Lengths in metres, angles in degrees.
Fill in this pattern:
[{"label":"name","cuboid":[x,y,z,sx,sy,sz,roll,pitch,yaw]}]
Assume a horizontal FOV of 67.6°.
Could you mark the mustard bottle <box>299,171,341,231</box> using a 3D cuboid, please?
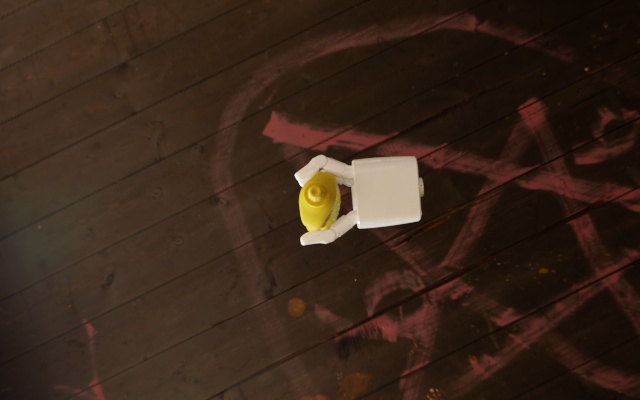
[{"label":"mustard bottle","cuboid":[0.000,0.003,0.807,0.058,0.096,0.192,19,-8,7]}]
